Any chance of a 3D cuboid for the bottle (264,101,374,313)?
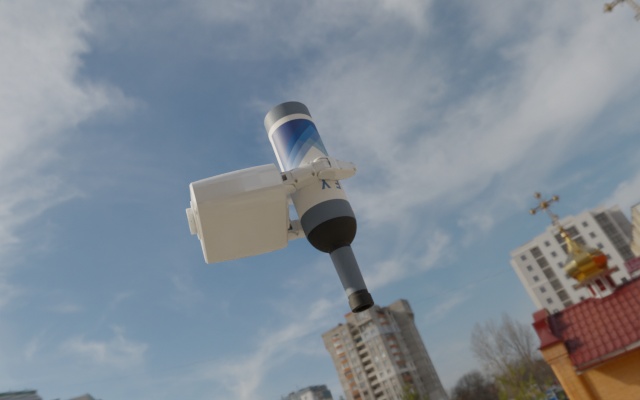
[{"bbox_3d":[0.000,0.002,0.610,0.069,0.295,0.069,-17,-29,-10],"label":"bottle"}]
